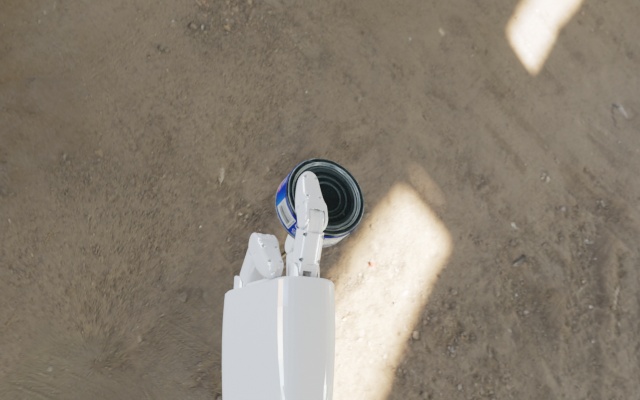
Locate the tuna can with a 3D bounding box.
[{"bbox_3d":[0.000,0.001,0.477,0.086,0.086,0.034,0,-23,-26],"label":"tuna can"}]
